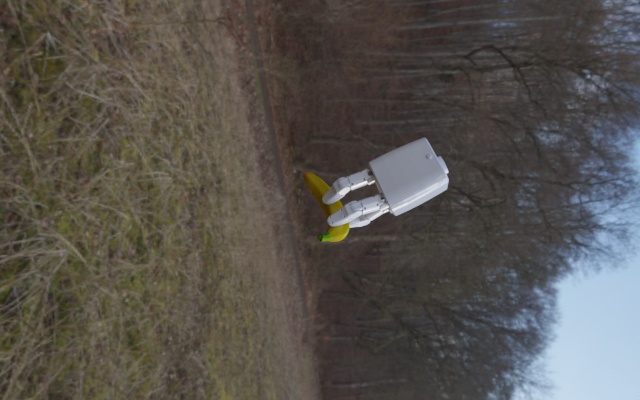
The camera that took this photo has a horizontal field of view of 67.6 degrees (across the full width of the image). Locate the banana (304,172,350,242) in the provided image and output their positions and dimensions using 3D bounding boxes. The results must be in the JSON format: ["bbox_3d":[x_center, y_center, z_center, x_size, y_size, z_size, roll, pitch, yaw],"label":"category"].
[{"bbox_3d":[0.014,0.014,0.857,0.070,0.037,0.197,33,22,-29],"label":"banana"}]
